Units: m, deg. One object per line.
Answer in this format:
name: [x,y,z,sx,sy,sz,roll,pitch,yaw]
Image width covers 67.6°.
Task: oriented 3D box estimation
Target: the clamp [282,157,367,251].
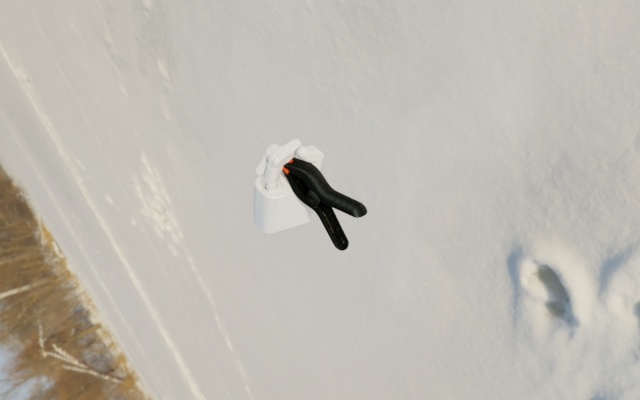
clamp: [0.000,0.003,0.764,0.039,0.120,0.171,-27,58,-35]
